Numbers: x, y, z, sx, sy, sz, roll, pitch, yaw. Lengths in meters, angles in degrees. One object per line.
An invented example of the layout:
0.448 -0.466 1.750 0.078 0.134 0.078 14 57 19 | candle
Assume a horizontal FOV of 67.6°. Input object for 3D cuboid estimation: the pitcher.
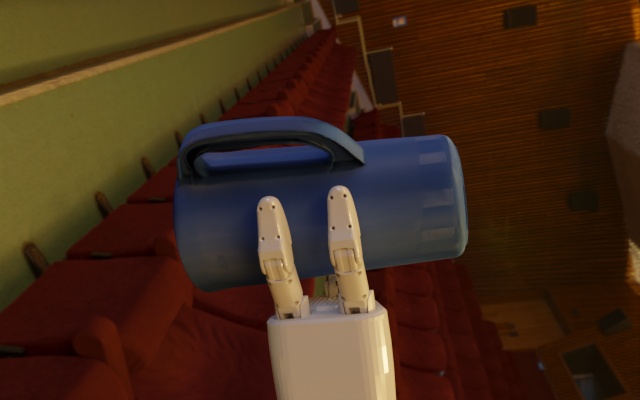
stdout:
0.000 0.002 0.428 0.243 0.145 0.149 -7 -1 10 | pitcher
